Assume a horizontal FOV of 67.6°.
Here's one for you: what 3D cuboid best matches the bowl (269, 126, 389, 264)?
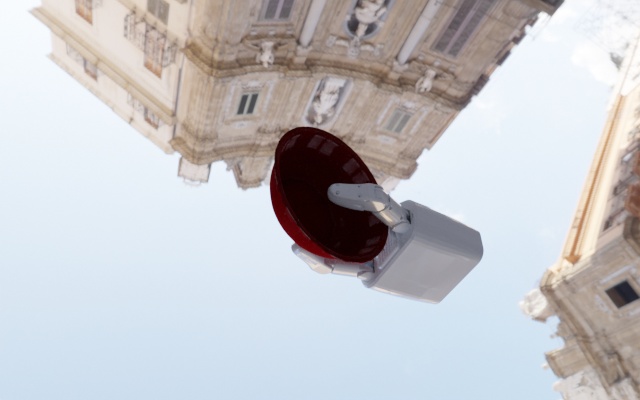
[{"bbox_3d":[-0.001,0.001,0.520,0.162,0.162,0.055,0,-26,-47],"label":"bowl"}]
